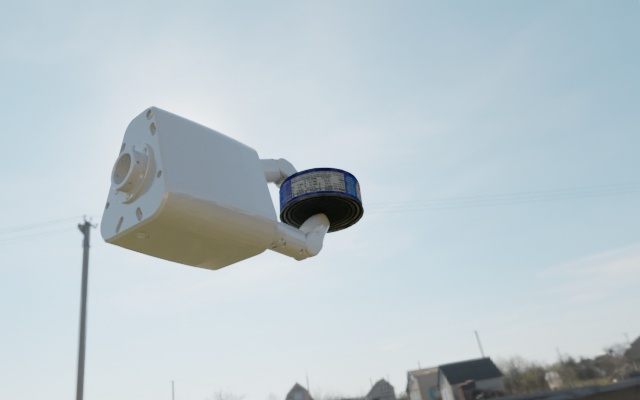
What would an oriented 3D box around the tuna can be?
[{"bbox_3d":[0.000,0.001,0.489,0.086,0.033,0.086,-4,-28,-2],"label":"tuna can"}]
